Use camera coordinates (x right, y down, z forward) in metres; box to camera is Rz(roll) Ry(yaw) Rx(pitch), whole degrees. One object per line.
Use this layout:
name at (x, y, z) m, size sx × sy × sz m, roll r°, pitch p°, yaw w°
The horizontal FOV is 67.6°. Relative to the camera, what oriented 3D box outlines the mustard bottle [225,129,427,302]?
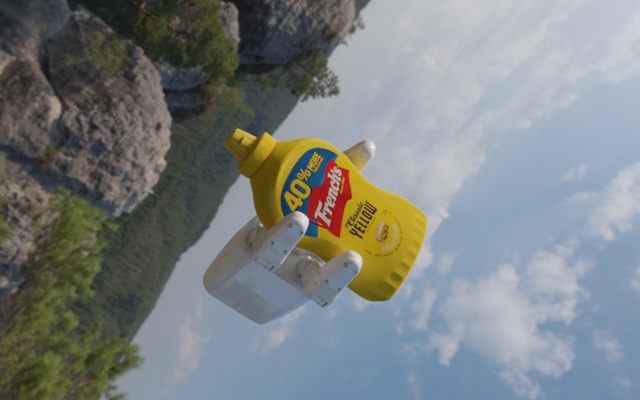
mustard bottle at (0.000, 0.001, 0.420) m, size 0.191 × 0.096 × 0.058 m, roll 36°, pitch -21°, yaw -13°
